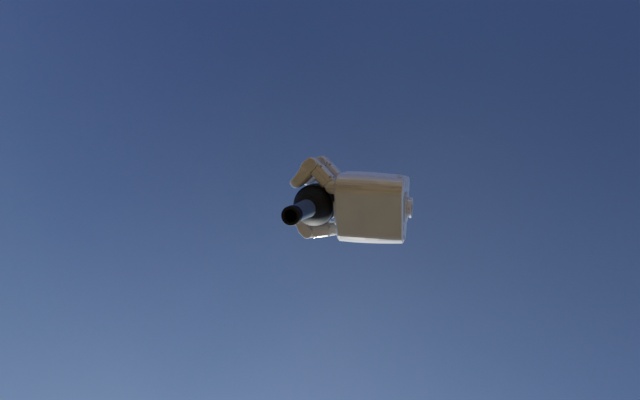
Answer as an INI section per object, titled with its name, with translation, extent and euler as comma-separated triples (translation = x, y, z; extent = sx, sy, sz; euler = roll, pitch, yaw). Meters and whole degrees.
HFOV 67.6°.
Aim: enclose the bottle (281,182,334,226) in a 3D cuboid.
[bottle]
translation = 0.000, 0.003, 0.794
extent = 0.069, 0.069, 0.295
euler = 0, 7, 17
